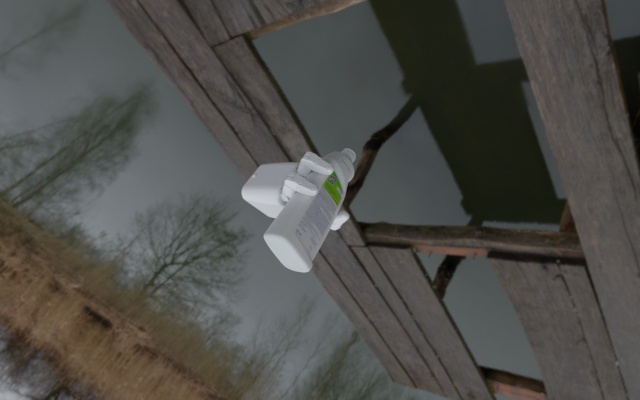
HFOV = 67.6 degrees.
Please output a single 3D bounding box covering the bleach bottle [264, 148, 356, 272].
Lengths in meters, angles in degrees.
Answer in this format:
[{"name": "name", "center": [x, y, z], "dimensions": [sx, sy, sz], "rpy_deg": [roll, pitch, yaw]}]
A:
[{"name": "bleach bottle", "center": [0.000, 0.003, 0.876], "dimensions": [0.068, 0.250, 0.103], "rpy_deg": [3, -43, 41]}]
